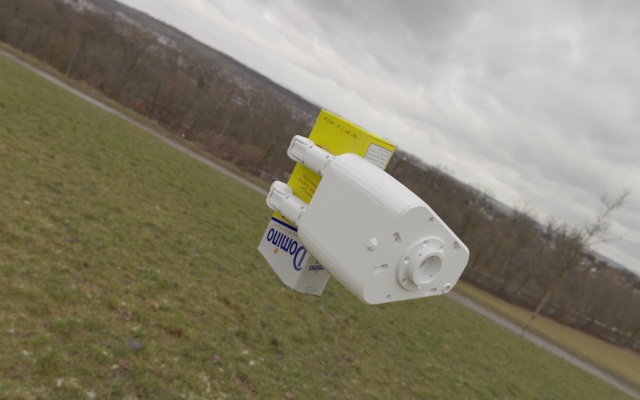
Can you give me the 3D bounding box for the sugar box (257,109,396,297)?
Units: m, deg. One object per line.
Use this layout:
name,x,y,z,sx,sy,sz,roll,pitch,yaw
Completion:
sugar box,0.000,0.001,0.504,0.048,0.176,0.093,19,13,-38
